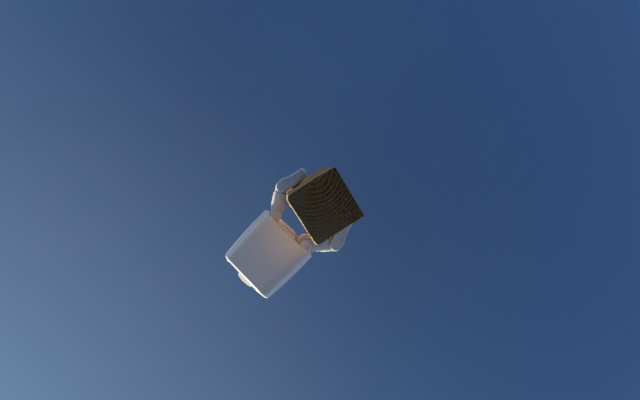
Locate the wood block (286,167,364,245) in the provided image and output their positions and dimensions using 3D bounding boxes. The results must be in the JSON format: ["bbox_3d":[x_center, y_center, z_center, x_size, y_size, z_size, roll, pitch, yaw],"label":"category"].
[{"bbox_3d":[0.000,0.003,0.824,0.090,0.091,0.206,-32,6,-2],"label":"wood block"}]
